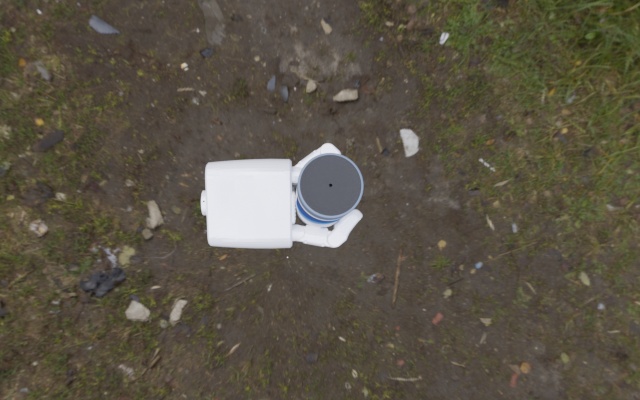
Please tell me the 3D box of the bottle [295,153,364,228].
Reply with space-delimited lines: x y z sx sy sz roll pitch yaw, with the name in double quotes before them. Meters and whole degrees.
"bottle" 0.000 0.002 0.621 0.069 0.069 0.296 0 -7 -4
